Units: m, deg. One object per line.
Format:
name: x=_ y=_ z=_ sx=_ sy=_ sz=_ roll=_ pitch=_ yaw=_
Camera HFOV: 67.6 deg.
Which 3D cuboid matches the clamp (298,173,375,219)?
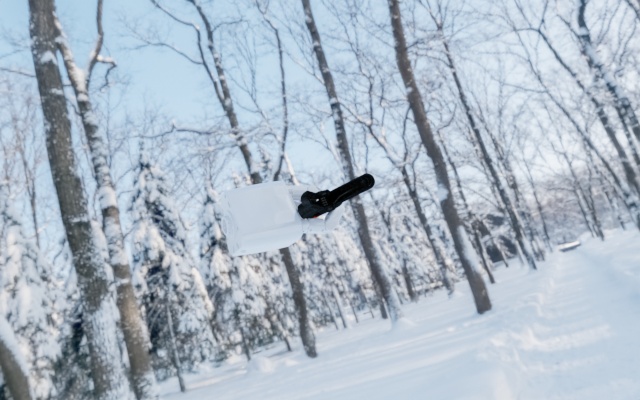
clamp: x=0.000 y=0.002 z=0.767 sx=0.120 sy=0.039 sz=0.171 roll=-9 pitch=-14 yaw=-28
